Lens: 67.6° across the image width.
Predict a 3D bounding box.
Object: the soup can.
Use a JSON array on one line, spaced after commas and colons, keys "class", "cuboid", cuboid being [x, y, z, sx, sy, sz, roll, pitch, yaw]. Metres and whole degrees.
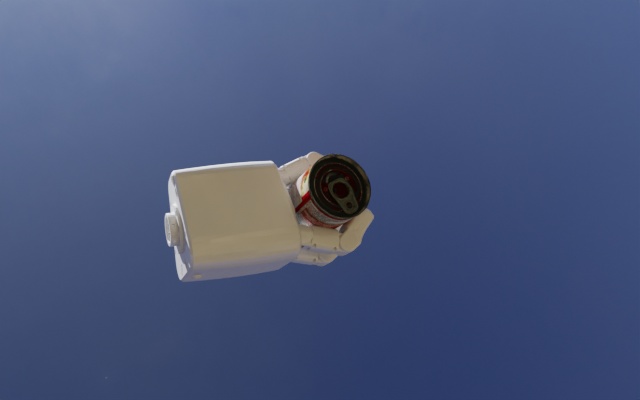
[{"class": "soup can", "cuboid": [0.000, 0.002, 0.510, 0.068, 0.068, 0.102, 0, -19, -24]}]
